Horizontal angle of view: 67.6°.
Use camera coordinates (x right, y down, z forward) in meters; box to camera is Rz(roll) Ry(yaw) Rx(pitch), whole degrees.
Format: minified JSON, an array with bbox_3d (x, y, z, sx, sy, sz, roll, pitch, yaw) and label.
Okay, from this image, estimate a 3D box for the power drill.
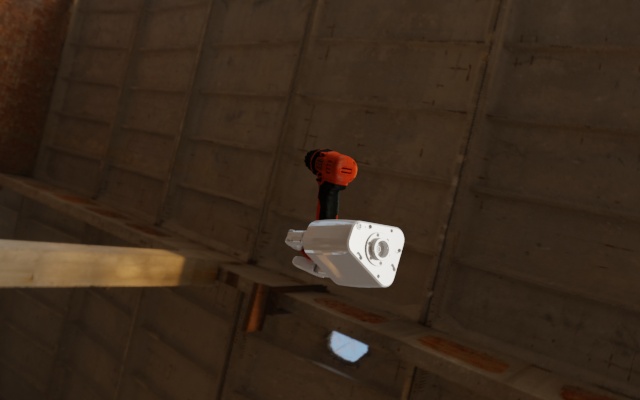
[{"bbox_3d":[0.000,0.003,0.841,0.057,0.187,0.184,5,8,-18],"label":"power drill"}]
